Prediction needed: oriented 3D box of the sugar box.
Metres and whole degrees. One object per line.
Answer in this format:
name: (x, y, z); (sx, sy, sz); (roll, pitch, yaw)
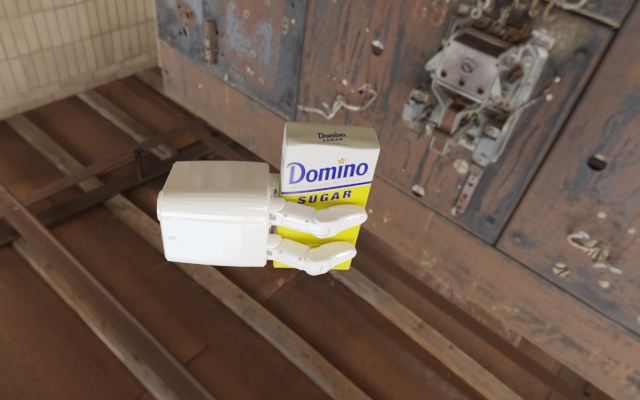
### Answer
sugar box: (0.000, 0.002, 0.518); (0.093, 0.176, 0.048); (2, 43, -8)
